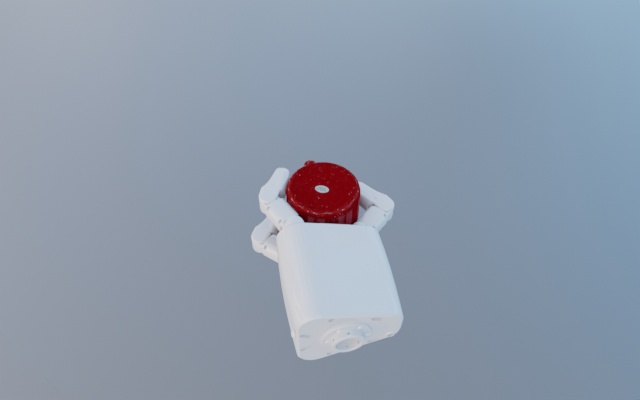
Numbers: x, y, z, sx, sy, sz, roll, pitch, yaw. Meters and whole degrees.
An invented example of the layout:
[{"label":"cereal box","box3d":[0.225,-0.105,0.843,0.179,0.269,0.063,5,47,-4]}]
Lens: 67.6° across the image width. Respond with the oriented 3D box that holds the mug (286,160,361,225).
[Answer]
[{"label":"mug","box3d":[0.000,0.001,0.555,0.093,0.117,0.082,-9,-40,-9]}]
